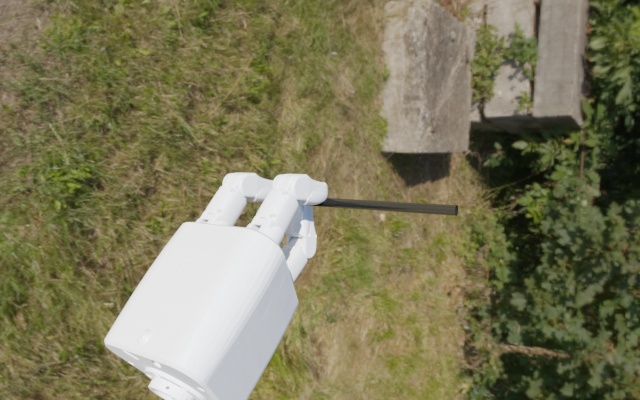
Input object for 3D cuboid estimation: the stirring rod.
[{"bbox_3d":[0.000,0.001,0.419,0.239,0.011,0.011,3,2,33],"label":"stirring rod"}]
